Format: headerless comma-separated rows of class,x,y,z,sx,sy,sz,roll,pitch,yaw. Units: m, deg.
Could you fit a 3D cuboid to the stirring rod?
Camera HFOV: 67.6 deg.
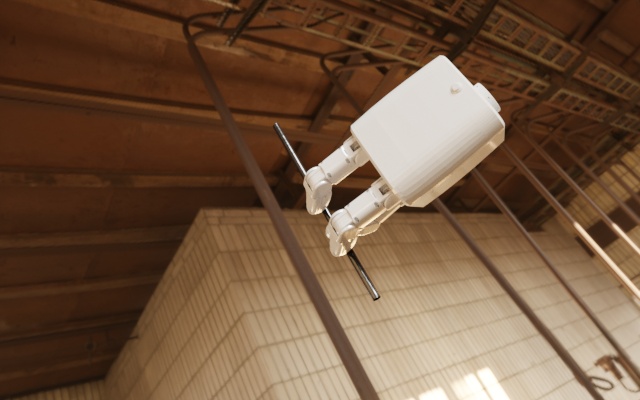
stirring rod,0.000,0.002,0.505,0.011,0.239,0.011,-22,-31,-14
